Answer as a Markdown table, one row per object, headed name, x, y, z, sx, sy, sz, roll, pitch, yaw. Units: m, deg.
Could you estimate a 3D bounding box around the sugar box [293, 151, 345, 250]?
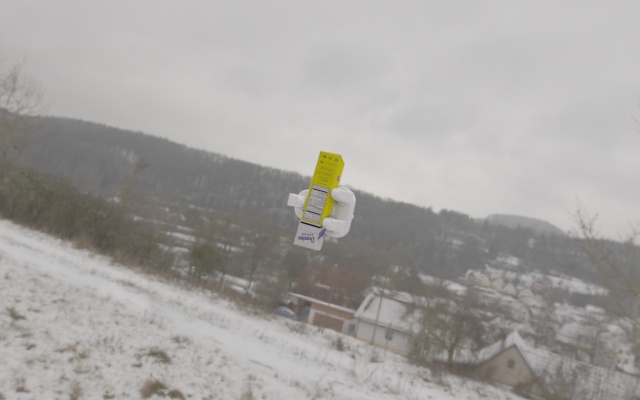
| name | x | y | z | sx | sy | sz | roll | pitch | yaw |
| --- | --- | --- | --- | --- | --- | --- | --- | --- | --- |
| sugar box | 0.001 | 0.003 | 0.880 | 0.048 | 0.176 | 0.093 | 13 | -3 | 9 |
